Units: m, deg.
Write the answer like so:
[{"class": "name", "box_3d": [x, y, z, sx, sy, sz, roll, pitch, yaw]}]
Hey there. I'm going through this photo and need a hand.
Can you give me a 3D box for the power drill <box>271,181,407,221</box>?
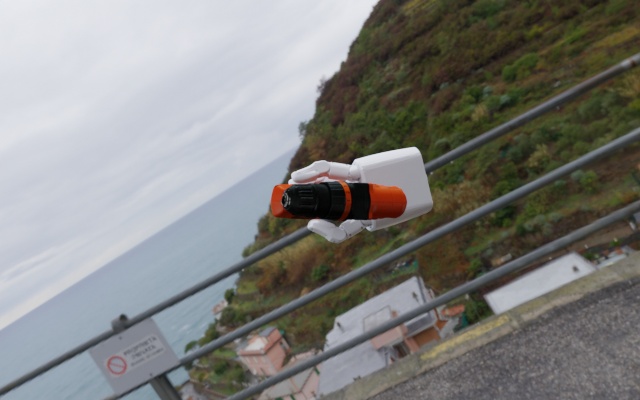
[{"class": "power drill", "box_3d": [0.000, 0.002, 0.684, 0.184, 0.057, 0.187, 3, -1, -30]}]
